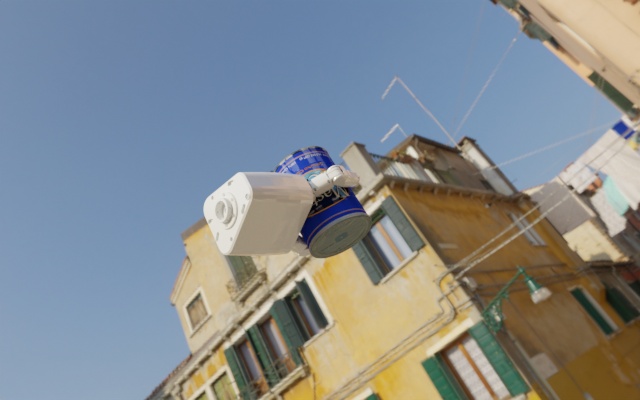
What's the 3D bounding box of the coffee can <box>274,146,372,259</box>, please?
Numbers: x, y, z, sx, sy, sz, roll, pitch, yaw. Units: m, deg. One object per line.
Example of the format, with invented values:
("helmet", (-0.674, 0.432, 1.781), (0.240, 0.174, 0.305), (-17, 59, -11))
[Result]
("coffee can", (0.000, 0.002, 0.730), (0.103, 0.140, 0.103), (-23, -29, -14))
